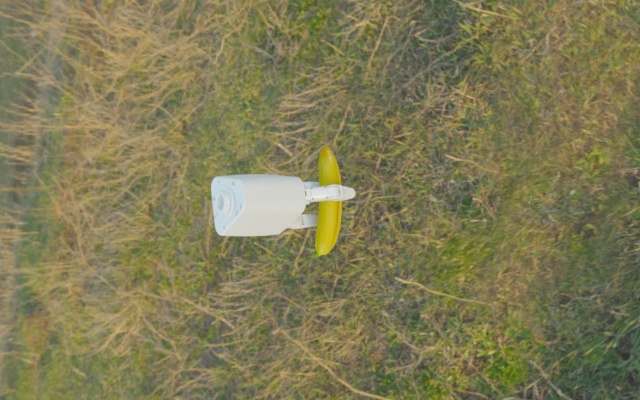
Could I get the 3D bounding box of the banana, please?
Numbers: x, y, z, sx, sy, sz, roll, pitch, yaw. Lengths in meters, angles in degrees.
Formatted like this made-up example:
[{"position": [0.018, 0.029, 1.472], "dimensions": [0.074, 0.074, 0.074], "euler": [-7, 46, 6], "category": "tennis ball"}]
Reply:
[{"position": [0.009, 0.010, 0.806], "dimensions": [0.037, 0.198, 0.069], "euler": [-1, 13, -31], "category": "banana"}]
